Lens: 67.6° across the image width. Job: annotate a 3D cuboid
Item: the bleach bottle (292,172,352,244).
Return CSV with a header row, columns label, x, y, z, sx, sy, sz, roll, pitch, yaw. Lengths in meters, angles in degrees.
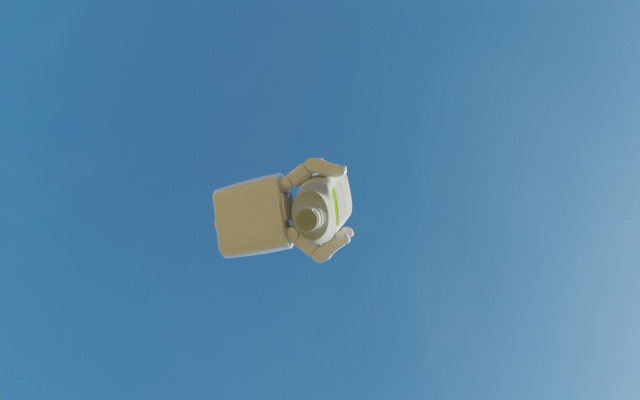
label,x,y,z,sx,sy,sz,roll,pitch,yaw
bleach bottle,0.000,0.002,0.711,0.068,0.102,0.251,-12,4,10
